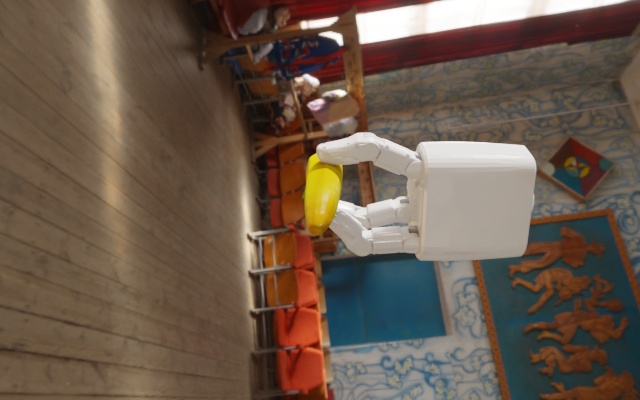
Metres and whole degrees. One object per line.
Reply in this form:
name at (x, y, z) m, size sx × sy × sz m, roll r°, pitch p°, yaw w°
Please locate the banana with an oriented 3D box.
banana at (0.002, -0.017, 0.500) m, size 0.037 × 0.069 × 0.197 m, roll 7°, pitch 9°, yaw -3°
